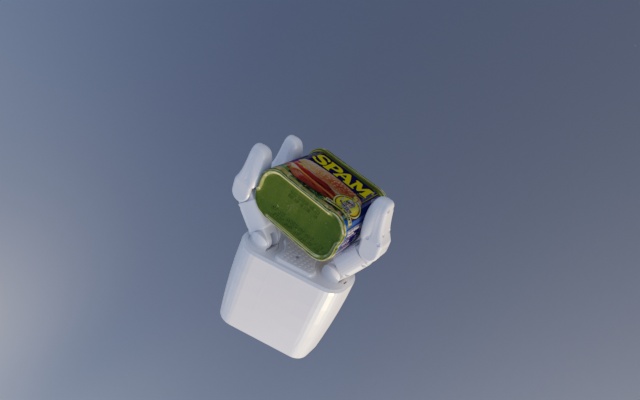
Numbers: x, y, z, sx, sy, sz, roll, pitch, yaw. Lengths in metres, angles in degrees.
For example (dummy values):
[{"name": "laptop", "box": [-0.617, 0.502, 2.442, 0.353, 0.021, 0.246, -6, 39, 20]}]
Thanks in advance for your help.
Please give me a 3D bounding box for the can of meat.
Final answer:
[{"name": "can of meat", "box": [0.000, 0.002, 0.453, 0.102, 0.057, 0.084, 38, 33, 18]}]
